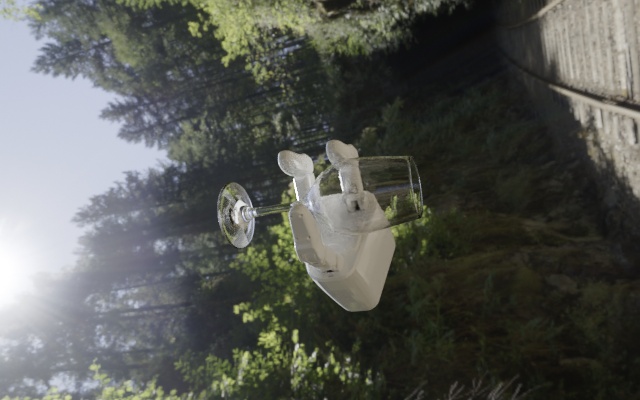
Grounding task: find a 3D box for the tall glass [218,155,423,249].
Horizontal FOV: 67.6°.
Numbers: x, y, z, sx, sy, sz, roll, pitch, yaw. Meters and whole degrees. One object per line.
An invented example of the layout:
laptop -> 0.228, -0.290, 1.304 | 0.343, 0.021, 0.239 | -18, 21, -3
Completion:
tall glass -> -0.001, 0.002, 0.492 | 0.201, 0.079, 0.079 | -9, -3, 20
